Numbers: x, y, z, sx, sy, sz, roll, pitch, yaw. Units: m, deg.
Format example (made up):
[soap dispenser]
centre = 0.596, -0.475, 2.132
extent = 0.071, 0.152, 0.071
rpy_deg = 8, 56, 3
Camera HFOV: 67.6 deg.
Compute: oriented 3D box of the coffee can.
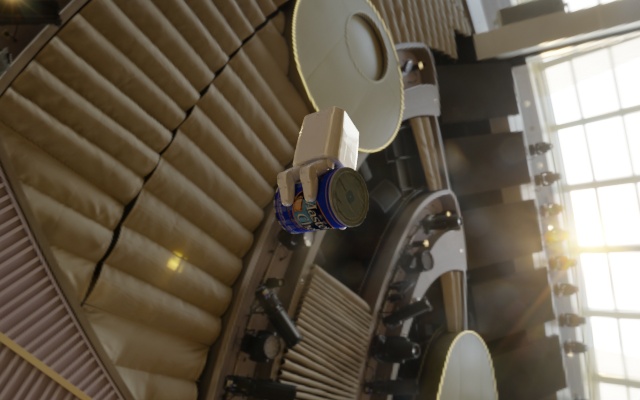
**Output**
[coffee can]
centre = 0.000, 0.003, 0.853
extent = 0.140, 0.103, 0.103
rpy_deg = -10, -7, 41
